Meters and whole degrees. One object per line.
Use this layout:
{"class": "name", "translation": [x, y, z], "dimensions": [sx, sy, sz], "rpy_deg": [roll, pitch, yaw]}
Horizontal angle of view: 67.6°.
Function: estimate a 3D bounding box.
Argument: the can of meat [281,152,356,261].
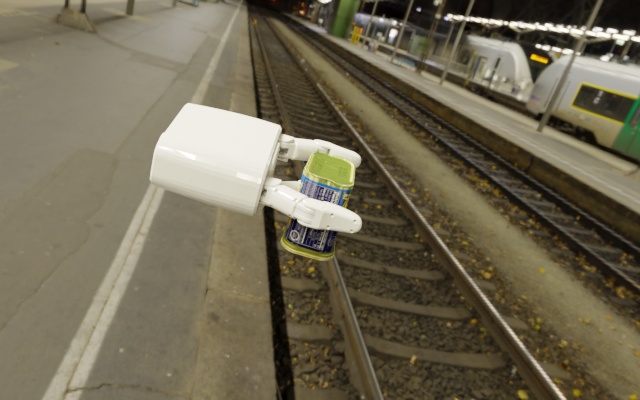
{"class": "can of meat", "translation": [0.000, 0.001, 0.509], "dimensions": [0.057, 0.084, 0.102], "rpy_deg": [17, 20, -1]}
